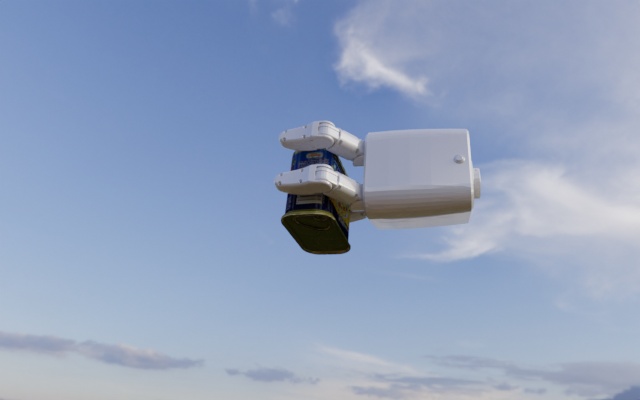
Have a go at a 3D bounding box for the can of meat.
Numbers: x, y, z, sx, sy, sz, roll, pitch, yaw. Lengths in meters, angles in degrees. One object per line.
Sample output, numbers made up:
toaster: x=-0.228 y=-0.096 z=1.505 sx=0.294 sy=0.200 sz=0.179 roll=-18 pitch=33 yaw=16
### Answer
can of meat: x=0.000 y=0.001 z=0.527 sx=0.057 sy=0.084 sz=0.102 roll=-4 pitch=-30 yaw=17
